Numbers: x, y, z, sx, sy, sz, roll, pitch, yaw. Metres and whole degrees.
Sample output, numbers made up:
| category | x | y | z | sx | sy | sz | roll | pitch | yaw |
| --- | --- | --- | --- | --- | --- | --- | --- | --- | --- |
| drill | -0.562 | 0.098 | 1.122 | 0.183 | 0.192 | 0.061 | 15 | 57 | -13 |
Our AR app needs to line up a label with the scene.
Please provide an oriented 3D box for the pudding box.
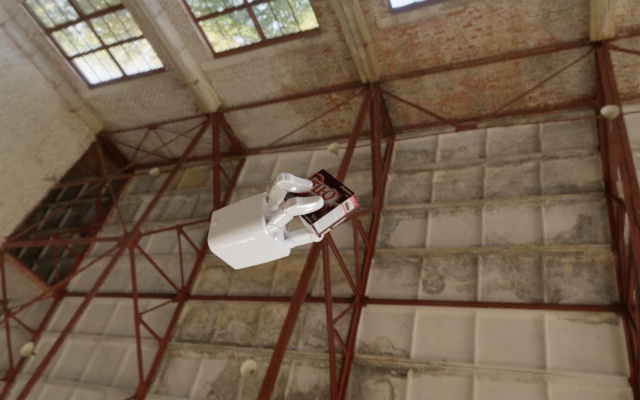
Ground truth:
| category | x | y | z | sx | sy | sz | roll | pitch | yaw |
| --- | --- | --- | --- | --- | --- | --- | --- | --- | --- |
| pudding box | 0.000 | 0.003 | 0.797 | 0.090 | 0.039 | 0.113 | -36 | 40 | -10 |
